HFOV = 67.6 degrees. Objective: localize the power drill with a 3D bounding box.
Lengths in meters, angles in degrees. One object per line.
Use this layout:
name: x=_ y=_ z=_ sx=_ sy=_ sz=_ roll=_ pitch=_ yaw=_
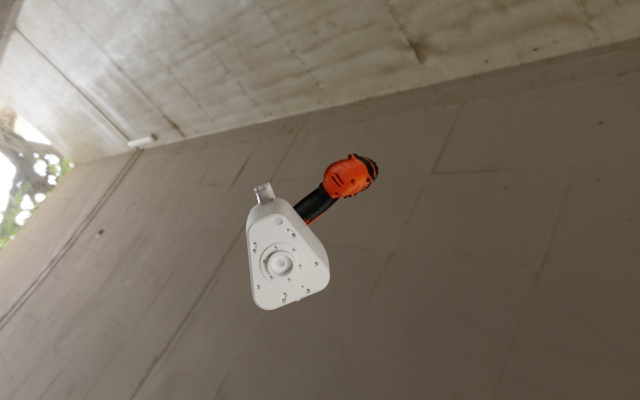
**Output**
power drill: x=0.000 y=0.003 z=0.708 sx=0.188 sy=0.057 sz=0.184 roll=-41 pitch=-8 yaw=18
